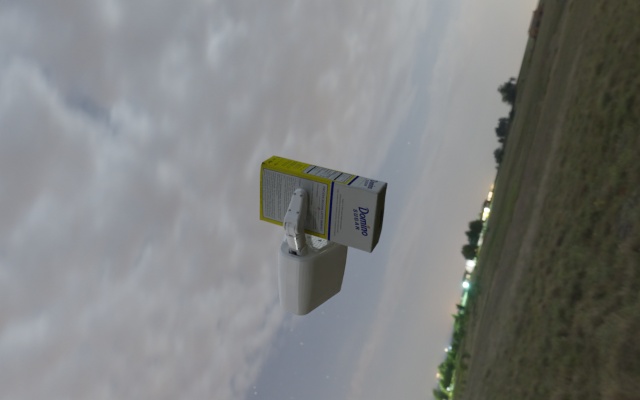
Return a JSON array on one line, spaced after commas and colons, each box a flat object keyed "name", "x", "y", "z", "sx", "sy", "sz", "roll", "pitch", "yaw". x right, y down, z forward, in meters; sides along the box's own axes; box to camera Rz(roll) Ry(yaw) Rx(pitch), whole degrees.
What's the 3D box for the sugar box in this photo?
[{"name": "sugar box", "x": 0.000, "y": 0.002, "z": 0.663, "sx": 0.176, "sy": 0.093, "sz": 0.048, "roll": 15, "pitch": 29, "yaw": 19}]
